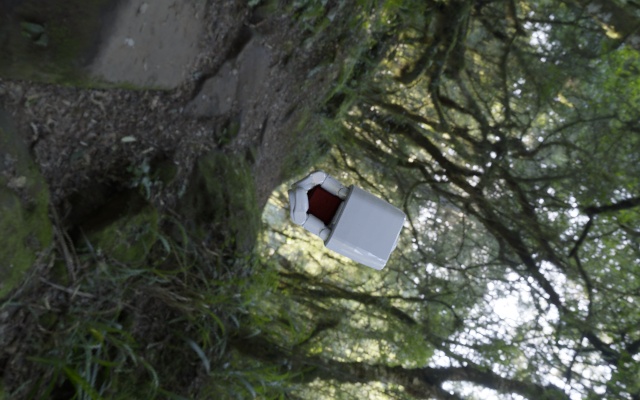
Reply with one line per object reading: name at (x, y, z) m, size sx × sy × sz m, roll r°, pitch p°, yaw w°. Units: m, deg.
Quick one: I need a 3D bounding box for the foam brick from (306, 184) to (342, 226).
foam brick at (0.000, 0.003, 0.826) m, size 0.051 × 0.053 × 0.078 m, roll 27°, pitch 10°, yaw -7°
